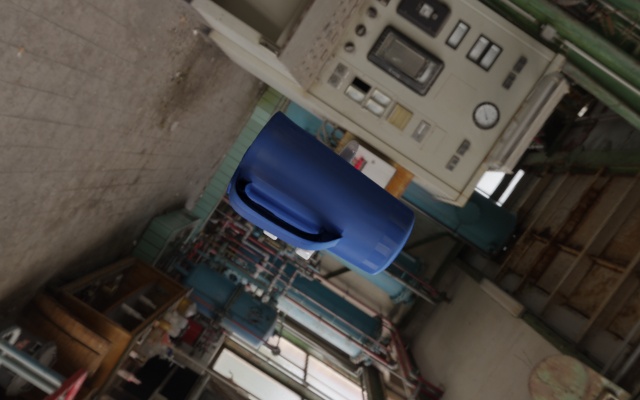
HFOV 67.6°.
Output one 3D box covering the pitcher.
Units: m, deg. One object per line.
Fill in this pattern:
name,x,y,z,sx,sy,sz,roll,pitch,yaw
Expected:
pitcher,0.000,0.002,0.653,0.243,0.149,0.145,33,-7,-2
